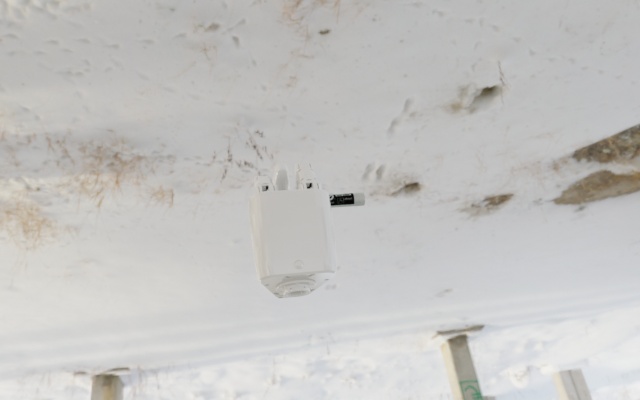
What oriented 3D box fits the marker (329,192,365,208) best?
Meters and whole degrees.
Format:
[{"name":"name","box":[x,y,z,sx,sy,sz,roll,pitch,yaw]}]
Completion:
[{"name":"marker","box":[0.000,0.002,0.647,0.121,0.020,0.020,-4,1,-10]}]
